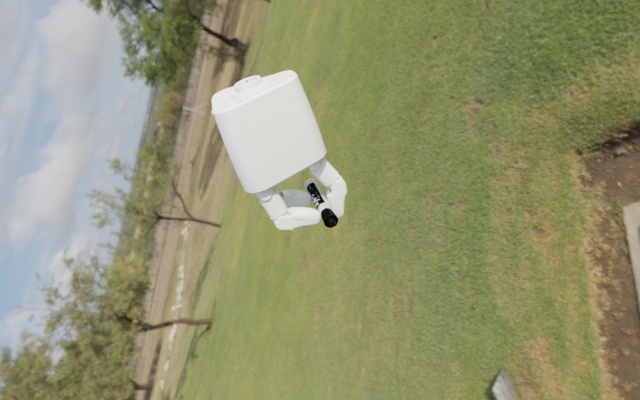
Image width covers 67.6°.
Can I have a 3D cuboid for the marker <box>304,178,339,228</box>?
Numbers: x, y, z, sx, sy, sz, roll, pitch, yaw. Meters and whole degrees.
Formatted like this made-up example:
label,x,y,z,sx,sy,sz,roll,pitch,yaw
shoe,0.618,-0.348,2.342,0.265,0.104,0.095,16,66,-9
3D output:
label,x,y,z,sx,sy,sz,roll,pitch,yaw
marker,0.000,0.002,0.639,0.020,0.020,0.121,0,26,-15
